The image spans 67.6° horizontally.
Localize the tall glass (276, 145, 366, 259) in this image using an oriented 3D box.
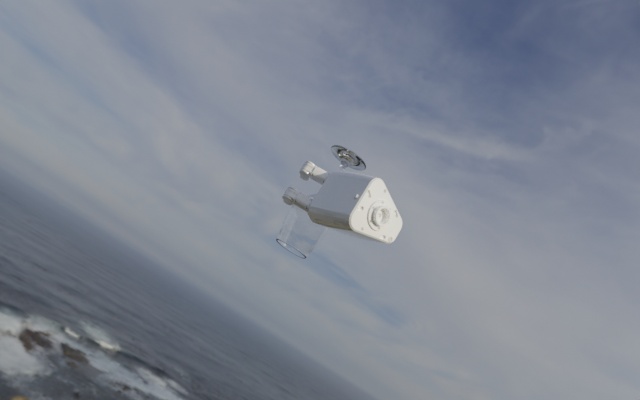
[{"bbox_3d":[0.000,0.002,0.849,0.079,0.201,0.079,30,-15,9],"label":"tall glass"}]
